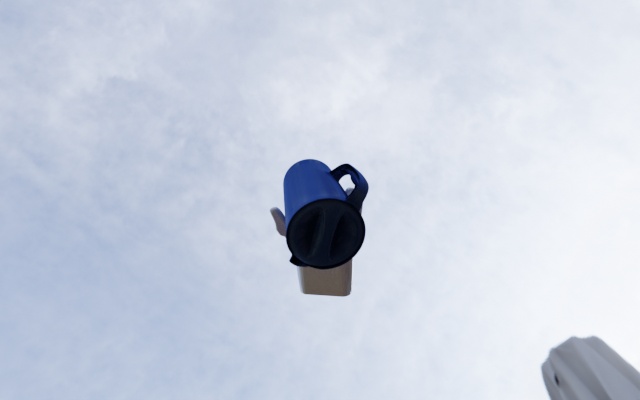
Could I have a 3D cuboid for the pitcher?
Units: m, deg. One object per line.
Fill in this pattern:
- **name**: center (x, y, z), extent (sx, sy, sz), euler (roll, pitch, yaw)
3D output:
- **pitcher**: center (0.000, 0.003, 0.882), extent (0.149, 0.145, 0.242), euler (-8, 26, -6)
